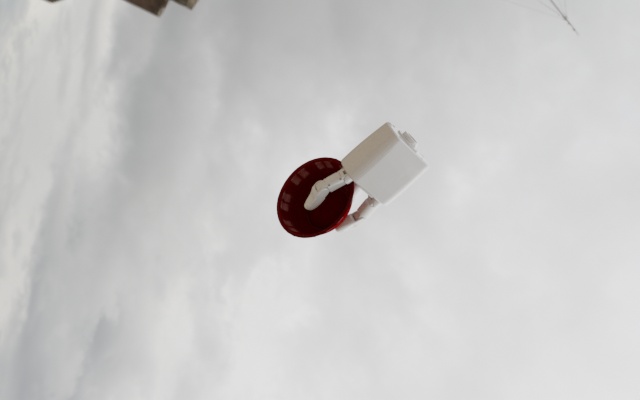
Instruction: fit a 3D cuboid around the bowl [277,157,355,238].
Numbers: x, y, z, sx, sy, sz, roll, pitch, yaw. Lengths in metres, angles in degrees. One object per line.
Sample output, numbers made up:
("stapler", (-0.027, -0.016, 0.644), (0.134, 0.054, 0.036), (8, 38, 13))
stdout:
("bowl", (-0.001, 0.004, 0.880), (0.162, 0.162, 0.055), (0, -25, 32))
